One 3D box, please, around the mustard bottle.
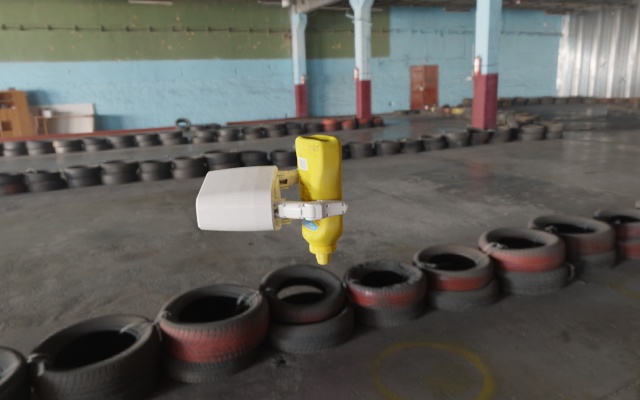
[{"bbox_3d":[0.000,0.002,0.708,0.058,0.192,0.096,-8,14,-23],"label":"mustard bottle"}]
